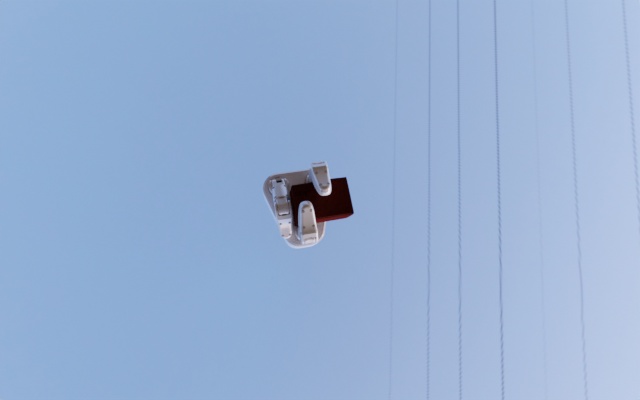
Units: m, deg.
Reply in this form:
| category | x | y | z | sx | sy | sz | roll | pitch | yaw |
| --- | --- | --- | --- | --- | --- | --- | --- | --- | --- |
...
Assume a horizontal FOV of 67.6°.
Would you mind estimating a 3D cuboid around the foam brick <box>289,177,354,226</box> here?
| category | x | y | z | sx | sy | sz | roll | pitch | yaw |
| --- | --- | --- | --- | --- | --- | --- | --- | --- | --- |
| foam brick | 0.000 | 0.002 | 0.656 | 0.078 | 0.053 | 0.051 | -8 | -8 | -7 |
